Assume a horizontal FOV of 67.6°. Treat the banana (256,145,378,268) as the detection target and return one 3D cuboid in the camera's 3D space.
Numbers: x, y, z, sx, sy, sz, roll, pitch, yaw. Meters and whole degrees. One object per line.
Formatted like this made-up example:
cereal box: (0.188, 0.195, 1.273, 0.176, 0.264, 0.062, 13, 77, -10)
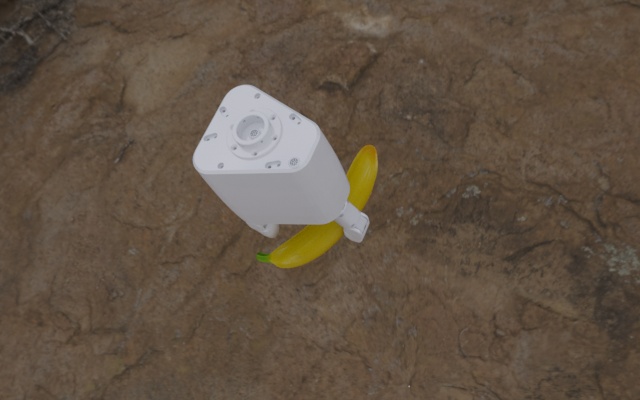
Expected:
banana: (0.009, 0.015, 0.560, 0.069, 0.198, 0.037, 43, -6, 34)
